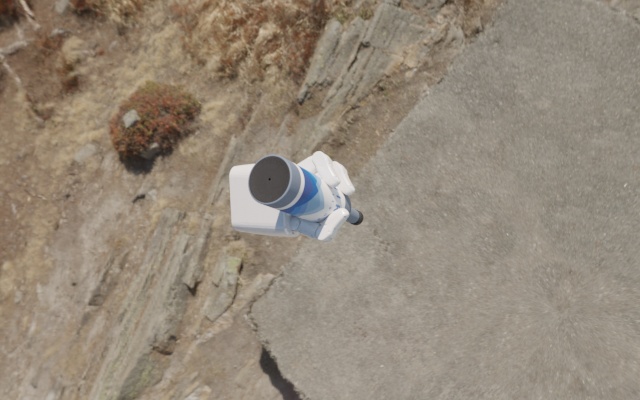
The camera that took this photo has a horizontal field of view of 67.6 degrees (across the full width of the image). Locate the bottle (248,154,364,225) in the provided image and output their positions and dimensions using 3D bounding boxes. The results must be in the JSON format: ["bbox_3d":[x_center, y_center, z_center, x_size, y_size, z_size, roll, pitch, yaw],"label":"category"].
[{"bbox_3d":[0.000,0.002,0.736,0.069,0.069,0.296,0,-12,27],"label":"bottle"}]
